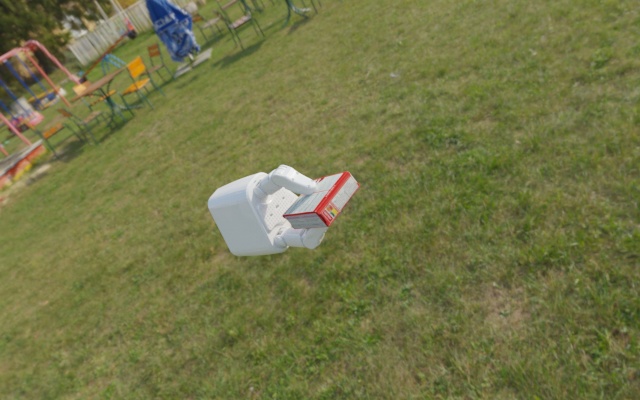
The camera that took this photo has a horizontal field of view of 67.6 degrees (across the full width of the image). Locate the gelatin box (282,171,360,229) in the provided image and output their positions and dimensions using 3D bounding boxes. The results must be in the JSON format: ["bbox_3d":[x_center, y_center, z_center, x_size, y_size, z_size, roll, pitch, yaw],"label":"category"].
[{"bbox_3d":[0.000,0.002,0.622,0.073,0.030,0.089,-51,20,-26],"label":"gelatin box"}]
